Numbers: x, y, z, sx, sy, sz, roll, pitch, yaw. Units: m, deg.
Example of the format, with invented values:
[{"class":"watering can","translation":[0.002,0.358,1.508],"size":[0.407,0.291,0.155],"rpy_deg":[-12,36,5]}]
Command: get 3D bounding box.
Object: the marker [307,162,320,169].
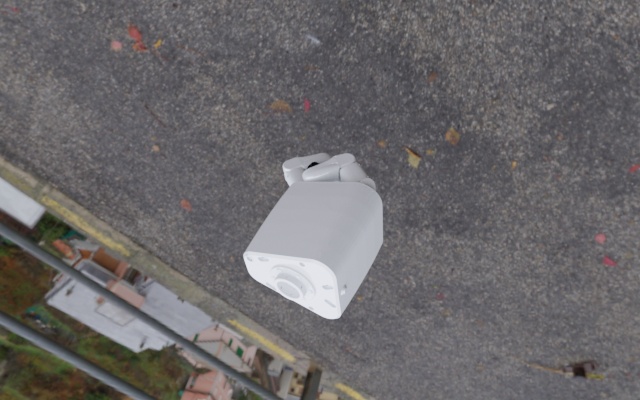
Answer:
[{"class":"marker","translation":[0.000,0.002,0.583],"size":[0.020,0.121,0.020],"rpy_deg":[-5,44,5]}]
